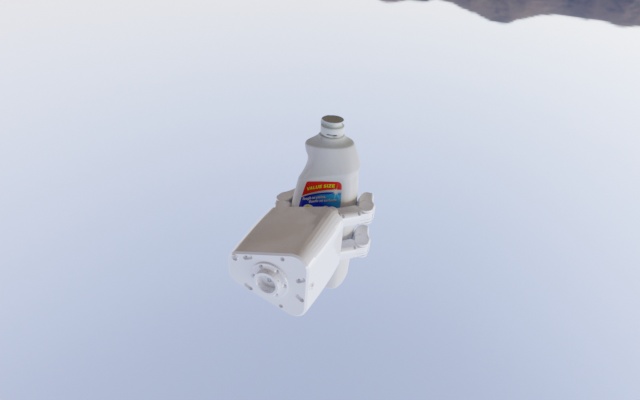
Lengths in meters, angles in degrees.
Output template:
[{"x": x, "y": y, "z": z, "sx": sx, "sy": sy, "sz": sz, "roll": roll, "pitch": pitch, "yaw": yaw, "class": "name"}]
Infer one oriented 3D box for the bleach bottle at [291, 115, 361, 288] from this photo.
[{"x": 0.000, "y": 0.002, "z": 0.667, "sx": 0.102, "sy": 0.251, "sz": 0.068, "roll": 15, "pitch": 33, "yaw": 18, "class": "bleach bottle"}]
